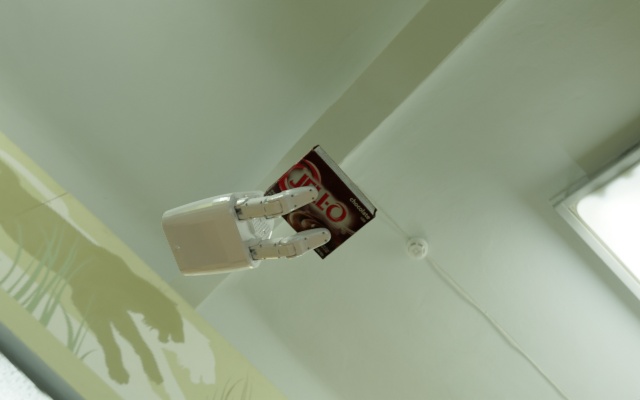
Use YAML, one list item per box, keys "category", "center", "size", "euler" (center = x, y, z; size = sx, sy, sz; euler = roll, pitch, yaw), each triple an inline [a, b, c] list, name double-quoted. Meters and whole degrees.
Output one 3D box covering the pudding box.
- category: "pudding box"
  center: [0.000, 0.002, 0.589]
  size: [0.090, 0.113, 0.039]
  euler: [-41, 6, 23]
